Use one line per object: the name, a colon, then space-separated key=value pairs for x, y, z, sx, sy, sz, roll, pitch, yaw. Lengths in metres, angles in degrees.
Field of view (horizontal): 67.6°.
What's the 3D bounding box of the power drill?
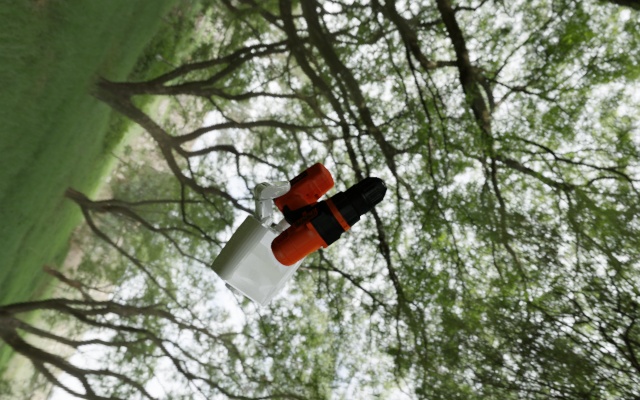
power drill: x=0.000 y=0.002 z=0.725 sx=0.184 sy=0.057 sz=0.187 roll=-33 pitch=22 yaw=3
